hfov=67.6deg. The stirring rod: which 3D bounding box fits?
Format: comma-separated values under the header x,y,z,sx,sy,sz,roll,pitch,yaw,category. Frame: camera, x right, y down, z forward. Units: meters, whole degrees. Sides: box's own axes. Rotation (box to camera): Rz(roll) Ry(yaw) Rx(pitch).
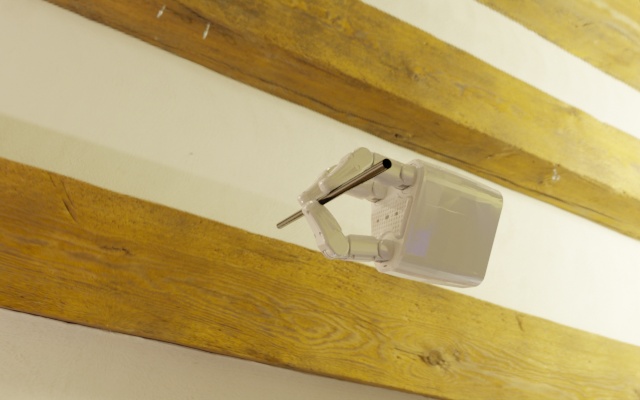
x,y,z,sx,sy,sz,roll,pitch,yaw,category
0.000,0.002,0.449,0.011,0.011,0.239,0,-13,-24,stirring rod
